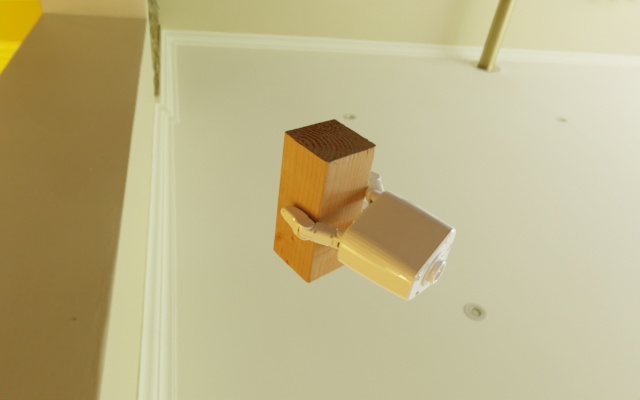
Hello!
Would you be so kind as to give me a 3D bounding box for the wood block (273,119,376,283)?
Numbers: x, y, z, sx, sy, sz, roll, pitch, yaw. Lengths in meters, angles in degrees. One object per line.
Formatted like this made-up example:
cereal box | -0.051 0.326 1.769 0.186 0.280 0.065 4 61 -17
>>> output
wood block | 0.000 0.003 0.678 0.091 0.206 0.090 -21 45 -36
